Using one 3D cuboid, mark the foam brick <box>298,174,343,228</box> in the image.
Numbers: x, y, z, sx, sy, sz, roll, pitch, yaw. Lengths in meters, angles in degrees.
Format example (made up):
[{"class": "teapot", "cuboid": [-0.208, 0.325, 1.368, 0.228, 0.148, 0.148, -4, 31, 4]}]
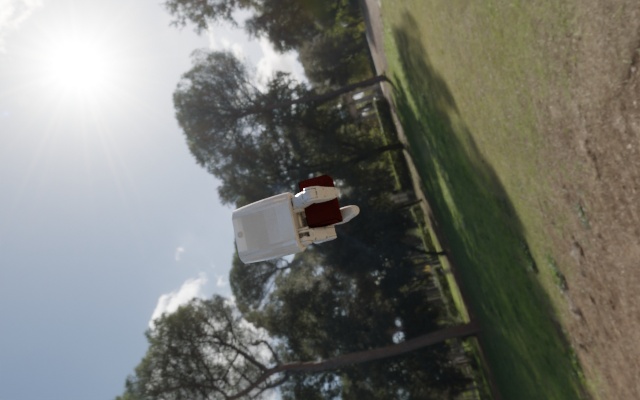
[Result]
[{"class": "foam brick", "cuboid": [0.000, 0.002, 0.794, 0.051, 0.078, 0.053, -15, -12, 11]}]
